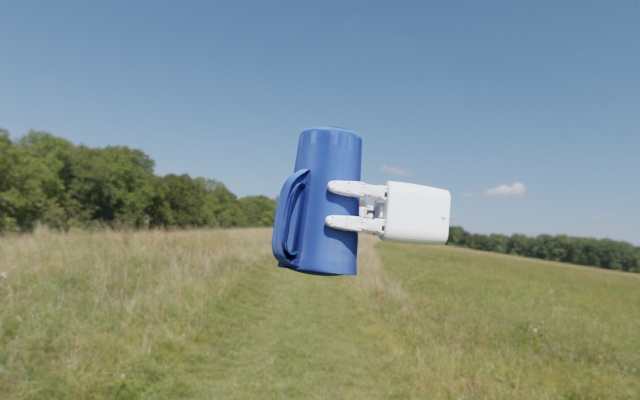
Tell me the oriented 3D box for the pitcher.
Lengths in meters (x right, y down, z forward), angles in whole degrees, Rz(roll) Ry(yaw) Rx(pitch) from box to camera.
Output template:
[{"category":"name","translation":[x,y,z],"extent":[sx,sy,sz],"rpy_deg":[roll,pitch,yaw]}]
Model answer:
[{"category":"pitcher","translation":[0.000,0.003,0.796],"extent":[0.145,0.243,0.149],"rpy_deg":[6,-6,-4]}]
